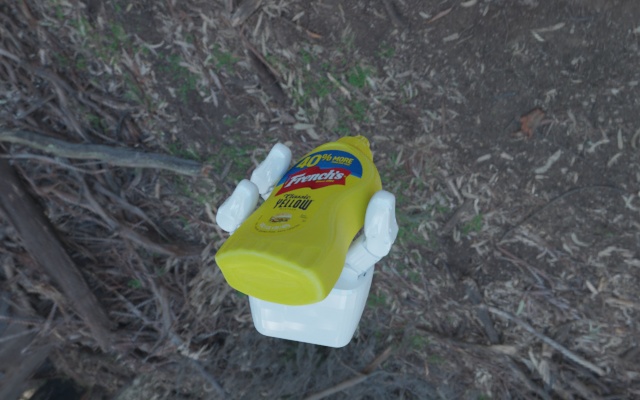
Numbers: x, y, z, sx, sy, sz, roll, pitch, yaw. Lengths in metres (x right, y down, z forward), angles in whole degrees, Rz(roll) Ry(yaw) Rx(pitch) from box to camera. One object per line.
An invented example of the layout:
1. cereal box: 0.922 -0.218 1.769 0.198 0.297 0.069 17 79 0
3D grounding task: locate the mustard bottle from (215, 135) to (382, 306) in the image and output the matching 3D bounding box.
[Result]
1. mustard bottle: 0.000 0.001 0.414 0.096 0.058 0.191 1 38 32
